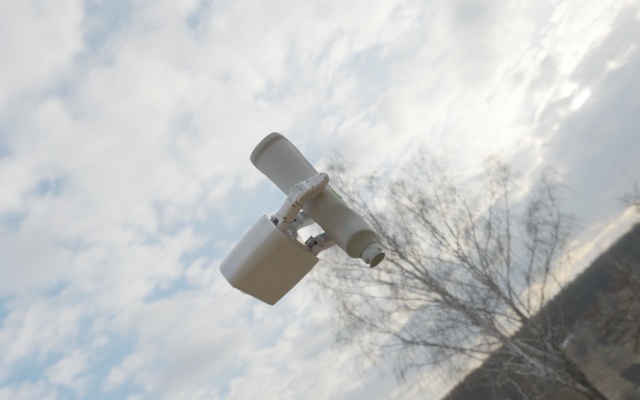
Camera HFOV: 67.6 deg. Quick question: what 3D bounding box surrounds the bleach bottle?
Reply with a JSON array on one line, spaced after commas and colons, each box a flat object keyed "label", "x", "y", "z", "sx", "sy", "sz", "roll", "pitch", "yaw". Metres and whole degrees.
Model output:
[{"label": "bleach bottle", "x": 0.000, "y": 0.002, "z": 0.712, "sx": 0.250, "sy": 0.068, "sz": 0.103, "roll": 46, "pitch": 5, "yaw": 31}]
